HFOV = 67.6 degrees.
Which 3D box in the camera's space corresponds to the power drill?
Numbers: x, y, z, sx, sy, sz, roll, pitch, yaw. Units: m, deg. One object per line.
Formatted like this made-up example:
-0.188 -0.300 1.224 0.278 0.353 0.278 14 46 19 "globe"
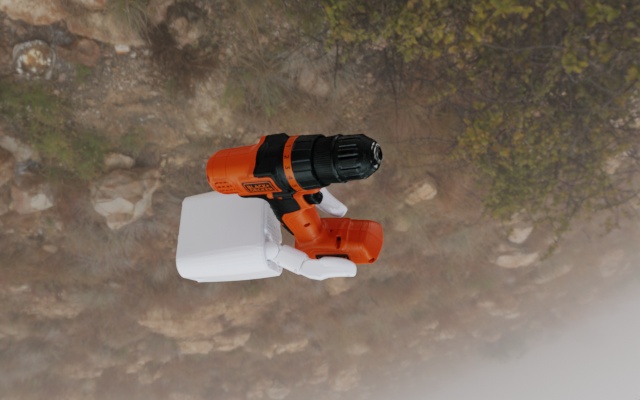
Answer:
0.000 0.002 0.500 0.184 0.057 0.188 -2 -35 30 "power drill"
